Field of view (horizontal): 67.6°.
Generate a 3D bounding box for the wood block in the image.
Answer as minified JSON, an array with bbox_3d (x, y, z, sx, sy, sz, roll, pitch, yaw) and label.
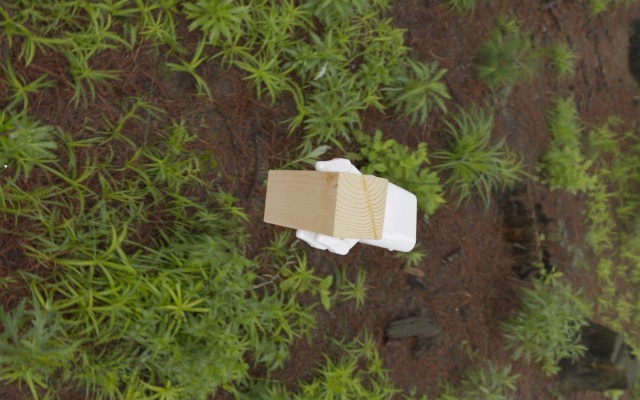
[{"bbox_3d":[0.001,0.002,0.743,0.090,0.091,0.206,6,0,-34],"label":"wood block"}]
